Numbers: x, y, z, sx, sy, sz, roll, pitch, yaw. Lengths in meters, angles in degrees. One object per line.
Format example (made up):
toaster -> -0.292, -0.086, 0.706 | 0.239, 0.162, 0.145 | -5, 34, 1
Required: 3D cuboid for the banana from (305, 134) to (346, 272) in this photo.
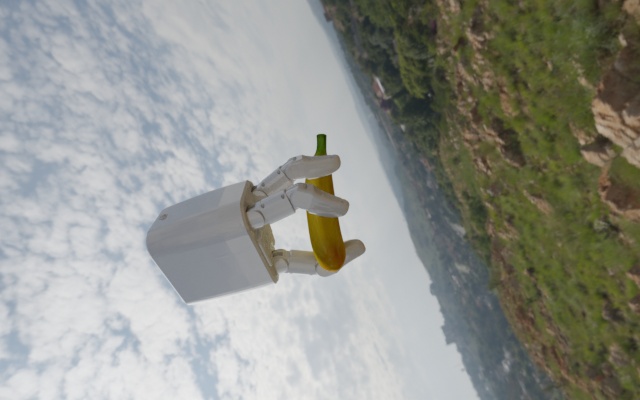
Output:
banana -> 0.002, 0.012, 0.531 | 0.037, 0.197, 0.070 | -8, -44, 0
